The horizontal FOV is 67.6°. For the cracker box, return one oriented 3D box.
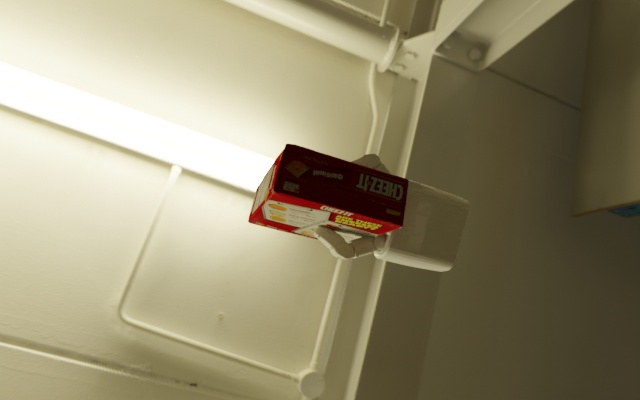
[{"bbox_3d":[0.000,0.002,0.660,0.164,0.072,0.214,15,-16,-13],"label":"cracker box"}]
